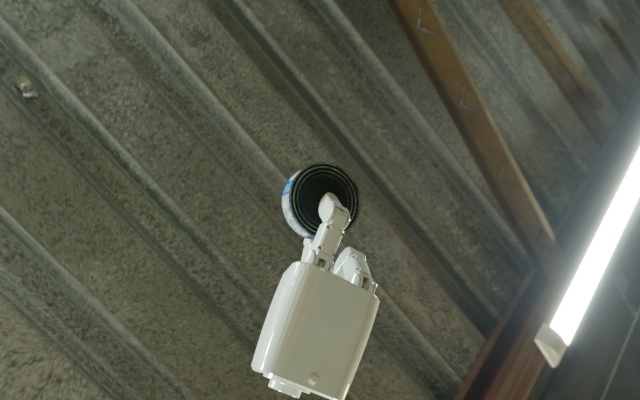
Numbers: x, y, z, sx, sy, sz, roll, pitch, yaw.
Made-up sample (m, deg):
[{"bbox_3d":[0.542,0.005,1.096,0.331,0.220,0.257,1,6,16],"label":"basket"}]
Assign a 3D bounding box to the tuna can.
[{"bbox_3d":[0.000,0.002,0.538,0.086,0.086,0.034,0,-9,-24],"label":"tuna can"}]
